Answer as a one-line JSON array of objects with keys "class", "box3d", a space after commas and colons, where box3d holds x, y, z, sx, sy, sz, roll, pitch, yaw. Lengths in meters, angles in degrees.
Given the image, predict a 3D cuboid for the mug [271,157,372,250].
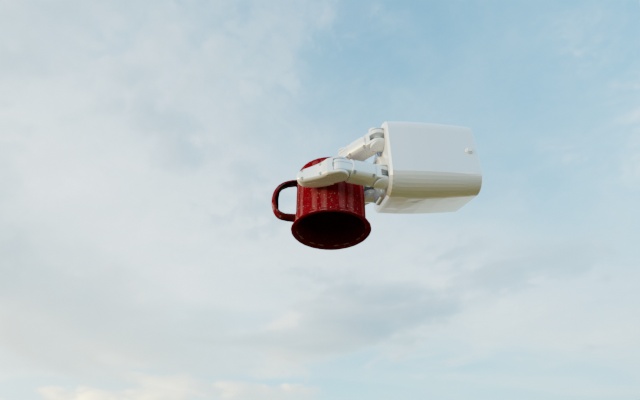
[{"class": "mug", "box3d": [-0.001, 0.002, 0.572, 0.117, 0.081, 0.093, 2, -34, -3]}]
